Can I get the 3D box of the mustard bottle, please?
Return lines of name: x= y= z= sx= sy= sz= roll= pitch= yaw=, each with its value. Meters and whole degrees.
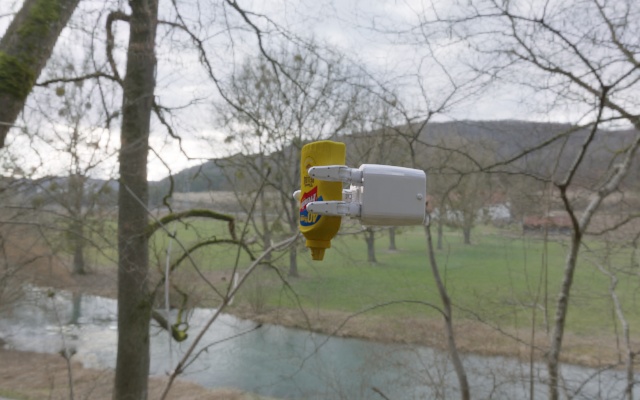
mustard bottle: x=0.000 y=0.002 z=0.788 sx=0.058 sy=0.191 sz=0.096 roll=5 pitch=-5 yaw=-32
